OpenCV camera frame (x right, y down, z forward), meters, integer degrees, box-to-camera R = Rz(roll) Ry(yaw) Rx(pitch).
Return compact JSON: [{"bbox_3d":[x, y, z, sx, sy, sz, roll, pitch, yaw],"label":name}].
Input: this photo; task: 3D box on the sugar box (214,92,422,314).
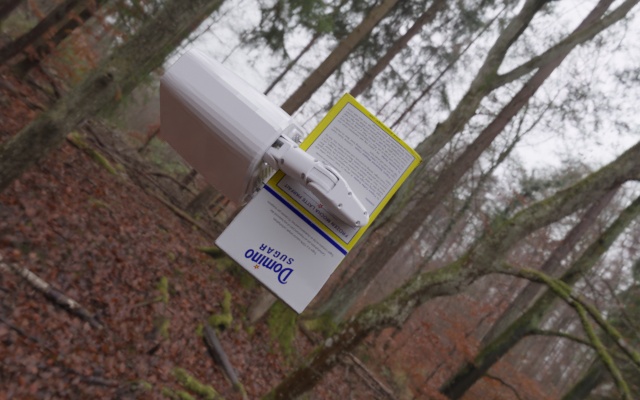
[{"bbox_3d":[0.000,0.001,0.421,0.093,0.176,0.048,41,-11,0],"label":"sugar box"}]
